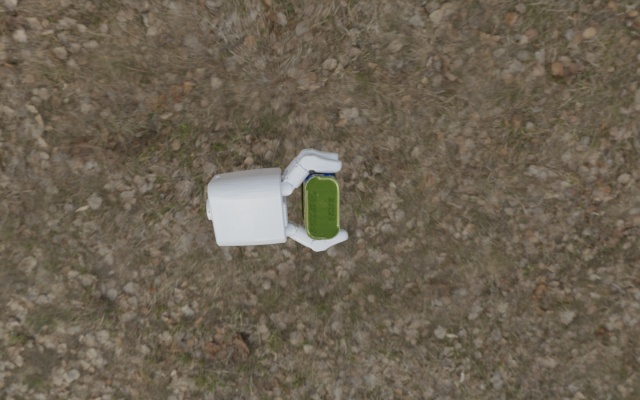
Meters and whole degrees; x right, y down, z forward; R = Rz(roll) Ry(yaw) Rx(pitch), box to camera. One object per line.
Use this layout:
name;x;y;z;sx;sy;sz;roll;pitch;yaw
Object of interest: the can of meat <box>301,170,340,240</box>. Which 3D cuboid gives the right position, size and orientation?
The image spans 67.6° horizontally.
can of meat;0.000;0.003;0.727;0.057;0.102;0.084;-2;14;-3
